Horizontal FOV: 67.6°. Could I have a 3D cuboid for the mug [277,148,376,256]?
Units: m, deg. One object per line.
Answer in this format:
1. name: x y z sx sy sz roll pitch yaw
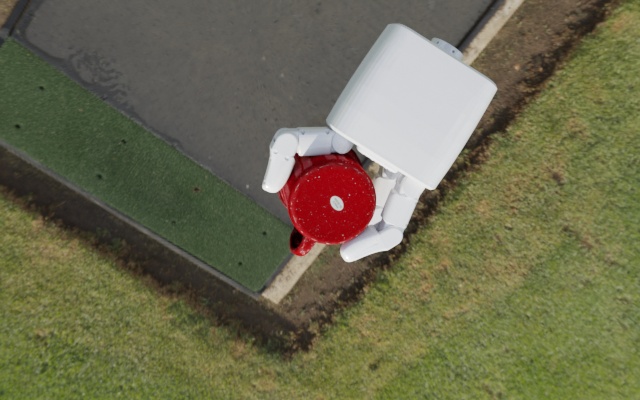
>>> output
1. mug: -0.001 0.003 0.464 0.093 0.117 0.081 27 12 -16
